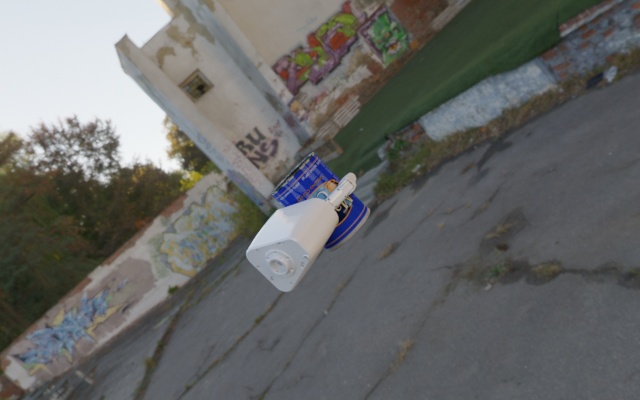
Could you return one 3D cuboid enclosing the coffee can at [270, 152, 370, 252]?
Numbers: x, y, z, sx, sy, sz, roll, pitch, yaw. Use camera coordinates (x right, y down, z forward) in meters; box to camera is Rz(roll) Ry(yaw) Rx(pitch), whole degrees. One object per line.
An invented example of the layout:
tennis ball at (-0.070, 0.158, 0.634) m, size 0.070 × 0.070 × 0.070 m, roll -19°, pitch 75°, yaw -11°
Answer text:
coffee can at (0.000, 0.003, 0.813) m, size 0.103 × 0.140 × 0.103 m, roll -44°, pitch 8°, yaw 8°
